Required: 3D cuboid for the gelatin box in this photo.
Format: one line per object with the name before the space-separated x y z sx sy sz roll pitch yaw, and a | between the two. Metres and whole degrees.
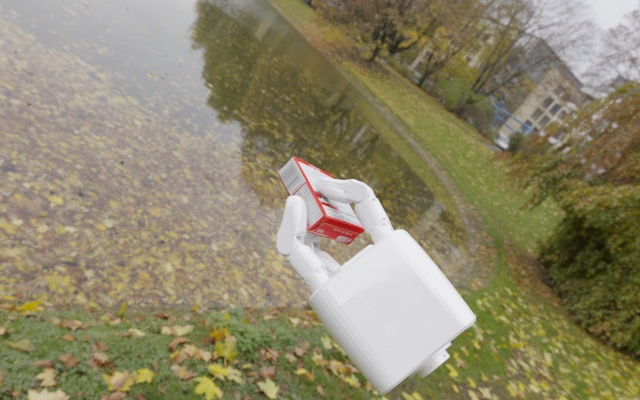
gelatin box | 0.000 0.001 0.520 0.030 0.089 0.073 -42 -34 20
